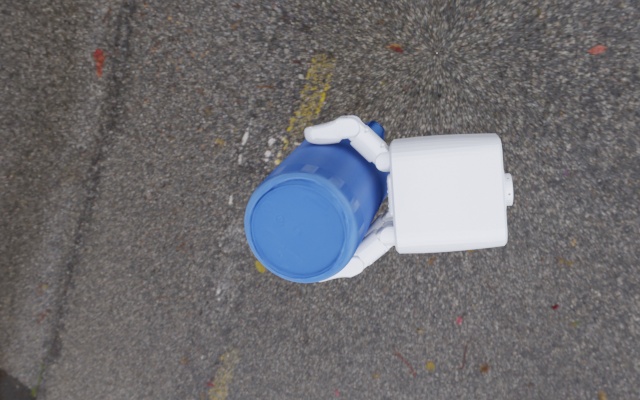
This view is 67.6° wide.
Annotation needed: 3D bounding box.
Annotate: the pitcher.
[{"bbox_3d":[0.000,0.002,0.538,0.145,0.149,0.242,-4,16,14],"label":"pitcher"}]
